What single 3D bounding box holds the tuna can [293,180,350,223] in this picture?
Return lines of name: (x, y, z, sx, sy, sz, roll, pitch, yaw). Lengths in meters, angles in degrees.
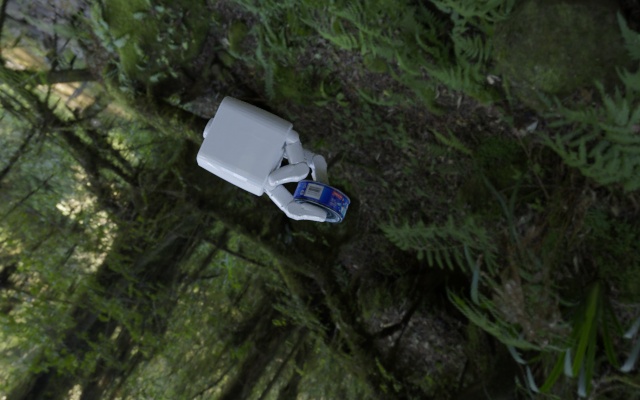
tuna can: (0.000, 0.003, 0.738, 0.086, 0.033, 0.086, 19, -17, 6)
